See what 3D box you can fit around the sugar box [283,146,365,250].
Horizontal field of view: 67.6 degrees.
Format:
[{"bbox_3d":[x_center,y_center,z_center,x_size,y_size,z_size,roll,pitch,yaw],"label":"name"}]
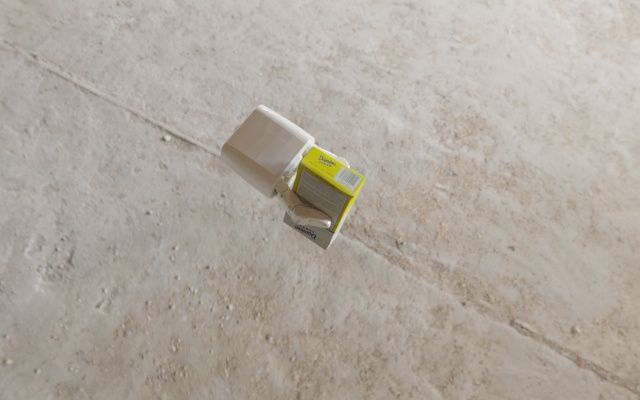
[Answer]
[{"bbox_3d":[0.000,0.002,0.748,0.093,0.048,0.176,33,-31,7],"label":"sugar box"}]
